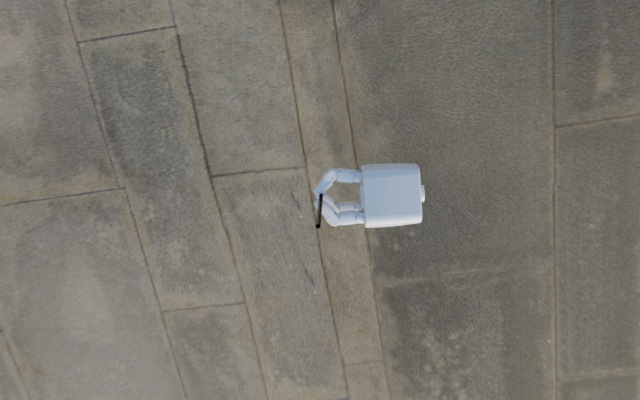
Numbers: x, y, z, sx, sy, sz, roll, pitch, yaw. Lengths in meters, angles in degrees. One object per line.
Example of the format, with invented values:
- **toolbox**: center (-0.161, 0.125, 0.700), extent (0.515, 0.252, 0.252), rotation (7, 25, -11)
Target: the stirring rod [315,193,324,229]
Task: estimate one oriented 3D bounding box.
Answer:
- **stirring rod**: center (0.000, 0.003, 0.861), extent (0.011, 0.011, 0.239), rotation (0, 18, 2)
